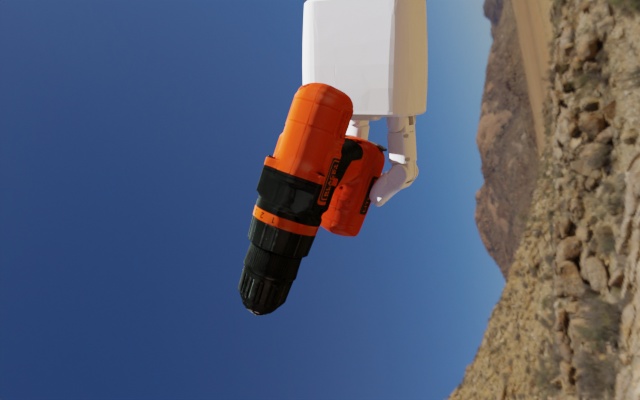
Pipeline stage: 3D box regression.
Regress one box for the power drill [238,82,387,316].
[{"bbox_3d":[0.000,0.001,0.432,0.057,0.184,0.187,22,7,15],"label":"power drill"}]
